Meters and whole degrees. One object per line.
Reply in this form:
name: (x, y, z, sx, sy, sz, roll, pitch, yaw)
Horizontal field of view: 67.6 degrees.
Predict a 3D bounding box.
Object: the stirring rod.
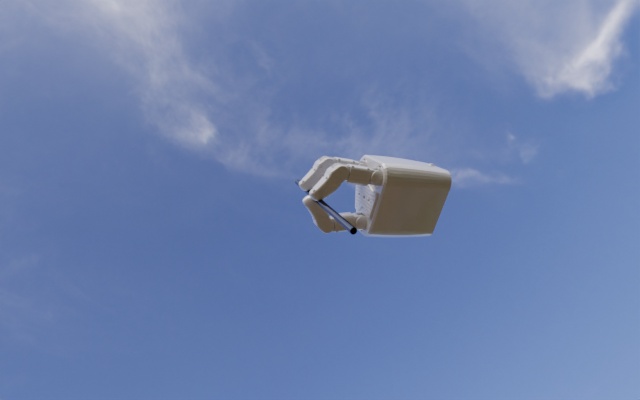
stirring rod: (0.000, 0.002, 0.618, 0.011, 0.011, 0.239, 0, 15, -18)
